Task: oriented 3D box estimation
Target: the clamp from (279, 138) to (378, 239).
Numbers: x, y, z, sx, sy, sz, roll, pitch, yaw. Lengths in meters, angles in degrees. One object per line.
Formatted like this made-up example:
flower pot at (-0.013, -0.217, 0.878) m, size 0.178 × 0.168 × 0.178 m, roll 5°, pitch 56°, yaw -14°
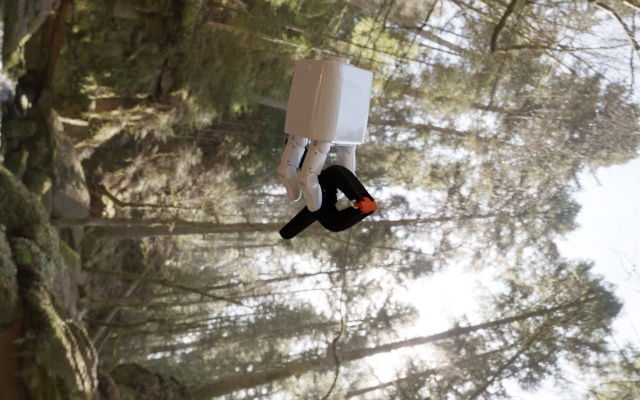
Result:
clamp at (0.001, 0.002, 0.703) m, size 0.036 × 0.164 × 0.210 m, roll -2°, pitch 16°, yaw -37°
